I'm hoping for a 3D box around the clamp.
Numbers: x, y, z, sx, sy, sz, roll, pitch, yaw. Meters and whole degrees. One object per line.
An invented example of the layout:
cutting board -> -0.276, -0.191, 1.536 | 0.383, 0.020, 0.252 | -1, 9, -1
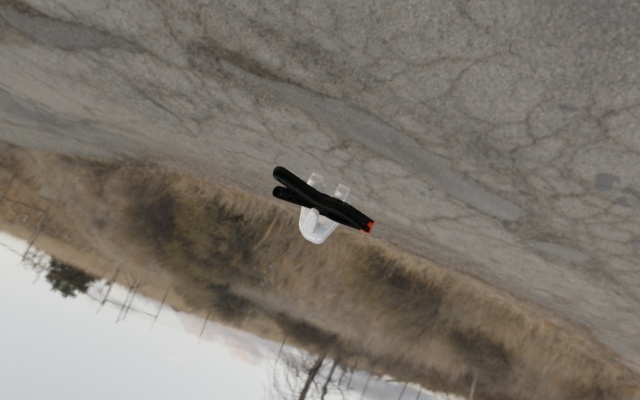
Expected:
clamp -> 0.000, 0.004, 0.872 | 0.210, 0.036, 0.164 | 24, -12, 6
